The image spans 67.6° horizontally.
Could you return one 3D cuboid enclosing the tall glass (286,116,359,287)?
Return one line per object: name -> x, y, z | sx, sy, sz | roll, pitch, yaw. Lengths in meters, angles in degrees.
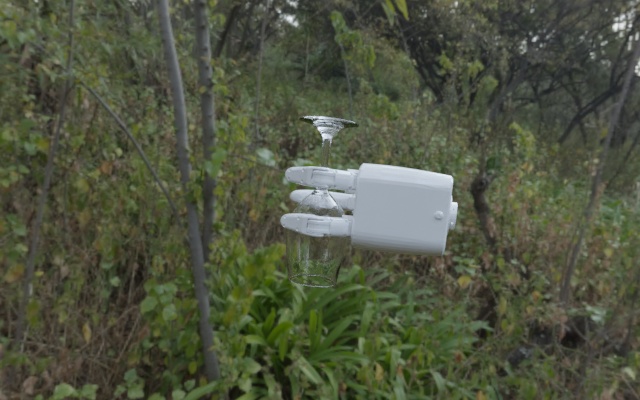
tall glass -> 0.000, 0.001, 0.592 | 0.079, 0.201, 0.079 | 6, 2, 0
